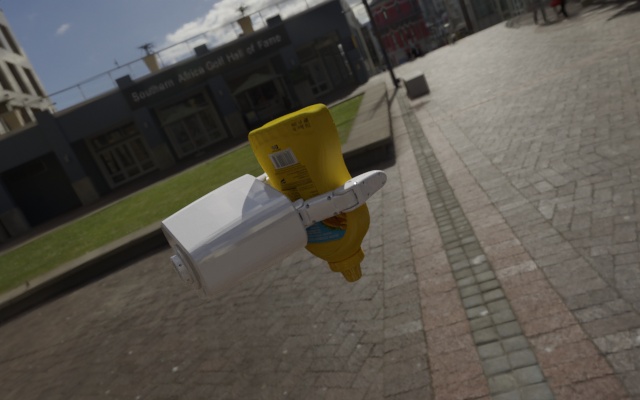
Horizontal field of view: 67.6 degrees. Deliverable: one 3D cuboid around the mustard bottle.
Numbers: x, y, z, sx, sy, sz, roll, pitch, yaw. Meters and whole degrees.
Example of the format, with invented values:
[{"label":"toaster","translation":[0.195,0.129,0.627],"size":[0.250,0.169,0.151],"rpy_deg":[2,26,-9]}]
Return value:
[{"label":"mustard bottle","translation":[0.000,0.001,0.504],"size":[0.096,0.192,0.058],"rpy_deg":[-12,18,40]}]
